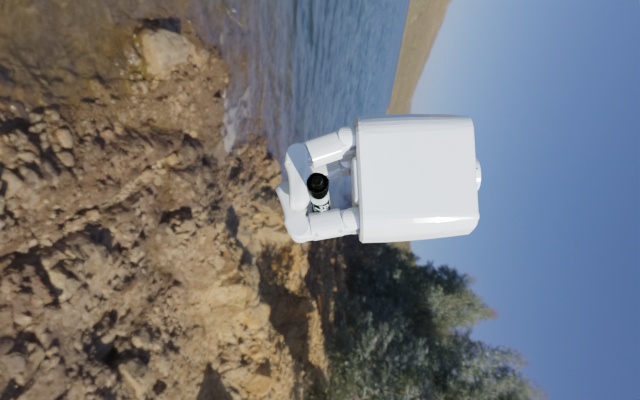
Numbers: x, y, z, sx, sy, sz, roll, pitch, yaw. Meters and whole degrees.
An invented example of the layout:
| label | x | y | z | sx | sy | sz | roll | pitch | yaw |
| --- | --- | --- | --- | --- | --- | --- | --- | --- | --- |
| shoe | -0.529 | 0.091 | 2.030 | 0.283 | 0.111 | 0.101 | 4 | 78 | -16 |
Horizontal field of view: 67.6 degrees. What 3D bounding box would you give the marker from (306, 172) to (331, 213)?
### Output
| label | x | y | z | sx | sy | sz | roll | pitch | yaw |
| --- | --- | --- | --- | --- | --- | --- | --- | --- | --- |
| marker | 0.000 | 0.001 | 0.441 | 0.020 | 0.020 | 0.121 | 0 | -17 | 3 |
